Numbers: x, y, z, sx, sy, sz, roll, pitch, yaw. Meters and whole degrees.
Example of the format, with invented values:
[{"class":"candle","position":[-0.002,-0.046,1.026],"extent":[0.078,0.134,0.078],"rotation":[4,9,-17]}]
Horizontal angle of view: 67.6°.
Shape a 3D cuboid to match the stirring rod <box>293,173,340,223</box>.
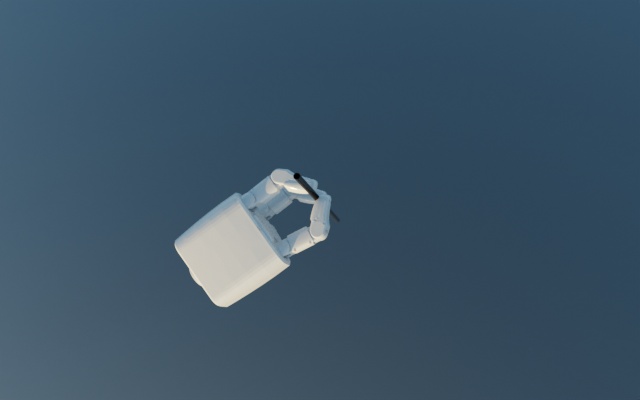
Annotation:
[{"class":"stirring rod","position":[0.000,0.002,0.646],"extent":[0.011,0.011,0.239],"rotation":[0,-14,13]}]
